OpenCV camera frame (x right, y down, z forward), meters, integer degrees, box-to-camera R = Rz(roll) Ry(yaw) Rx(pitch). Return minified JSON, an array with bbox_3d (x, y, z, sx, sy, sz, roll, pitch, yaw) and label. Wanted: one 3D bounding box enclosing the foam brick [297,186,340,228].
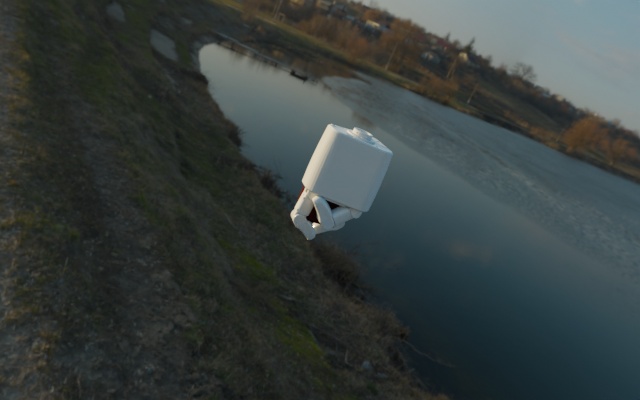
[{"bbox_3d":[0.000,0.003,0.823,0.053,0.051,0.078,16,19,-24],"label":"foam brick"}]
